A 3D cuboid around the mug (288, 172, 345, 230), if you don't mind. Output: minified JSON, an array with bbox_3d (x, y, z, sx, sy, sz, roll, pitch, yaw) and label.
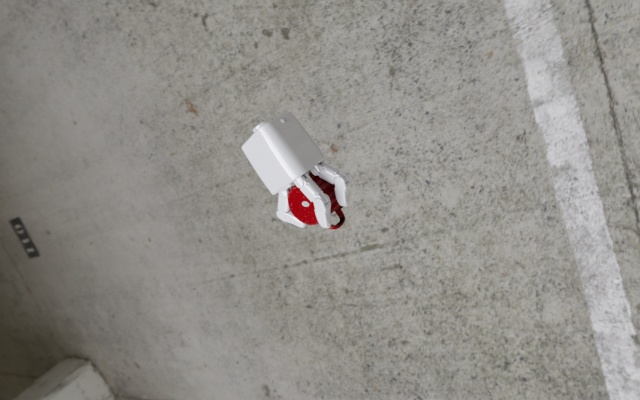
[{"bbox_3d":[0.001,0.004,0.874,0.093,0.117,0.081,-32,5,41],"label":"mug"}]
